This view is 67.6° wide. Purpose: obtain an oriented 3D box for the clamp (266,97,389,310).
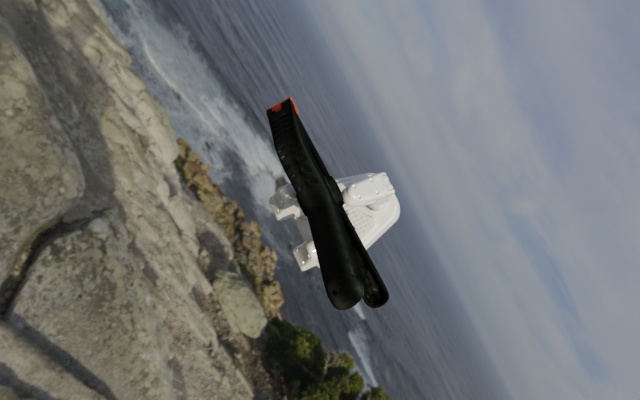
[{"bbox_3d":[0.001,0.001,0.408,0.036,0.210,0.164,-26,-10,7],"label":"clamp"}]
